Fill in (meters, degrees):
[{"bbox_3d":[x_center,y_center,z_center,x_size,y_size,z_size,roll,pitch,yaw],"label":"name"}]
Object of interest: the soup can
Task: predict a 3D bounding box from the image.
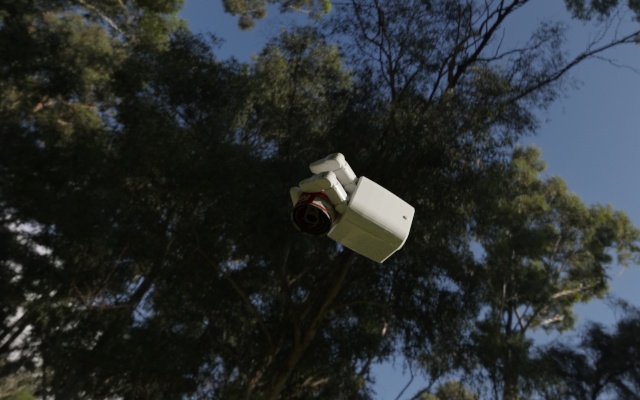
[{"bbox_3d":[0.000,0.002,0.782,0.068,0.068,0.102,0,37,23],"label":"soup can"}]
